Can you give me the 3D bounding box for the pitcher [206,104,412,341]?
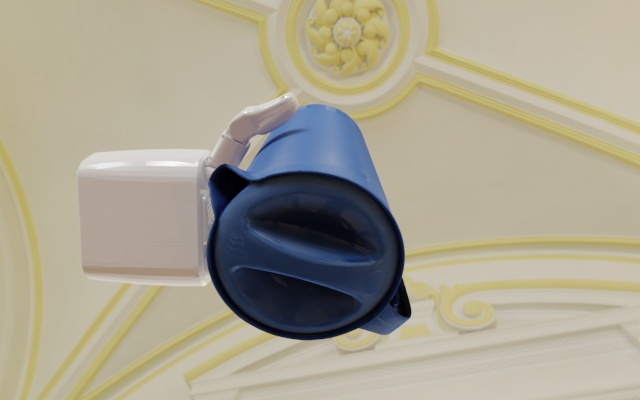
[{"bbox_3d":[0.000,0.001,0.425,0.145,0.149,0.242,-1,25,3],"label":"pitcher"}]
